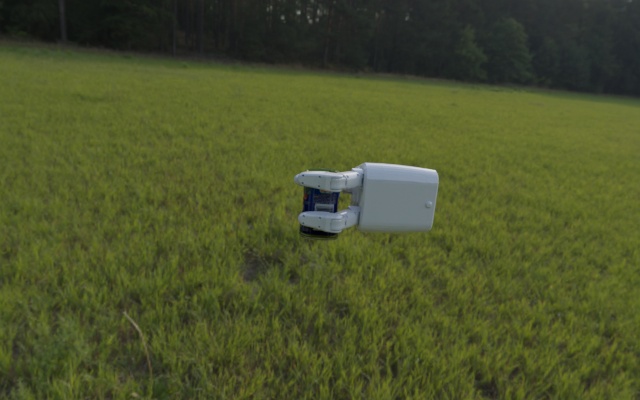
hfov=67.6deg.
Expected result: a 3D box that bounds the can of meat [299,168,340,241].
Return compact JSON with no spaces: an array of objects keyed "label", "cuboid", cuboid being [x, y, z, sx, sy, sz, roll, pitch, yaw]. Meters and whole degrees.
[{"label":"can of meat","cuboid":[0.000,0.002,0.700,0.057,0.084,0.102,4,15,-2]}]
